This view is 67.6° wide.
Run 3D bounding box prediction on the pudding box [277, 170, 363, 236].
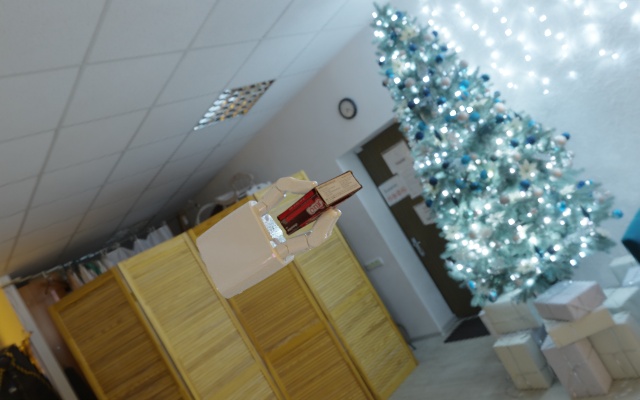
[{"bbox_3d":[0.000,0.002,0.719,0.090,0.039,0.113,-36,-3,35],"label":"pudding box"}]
